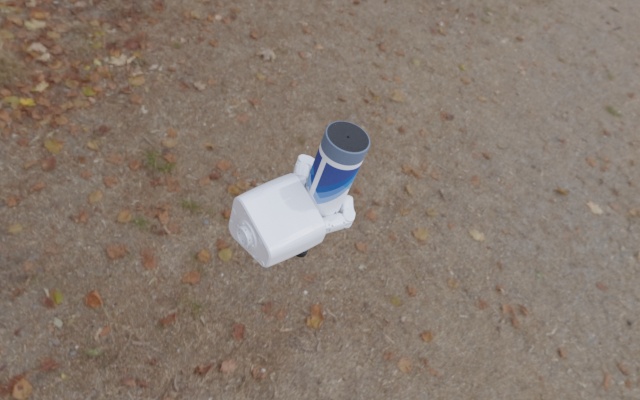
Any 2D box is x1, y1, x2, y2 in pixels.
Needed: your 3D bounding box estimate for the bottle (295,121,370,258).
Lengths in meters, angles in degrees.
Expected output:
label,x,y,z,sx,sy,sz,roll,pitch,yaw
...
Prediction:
label,x,y,z,sx,sy,sz,roll,pitch,yaw
bottle,0.000,0.002,0.777,0.069,0.069,0.296,0,-39,-20
